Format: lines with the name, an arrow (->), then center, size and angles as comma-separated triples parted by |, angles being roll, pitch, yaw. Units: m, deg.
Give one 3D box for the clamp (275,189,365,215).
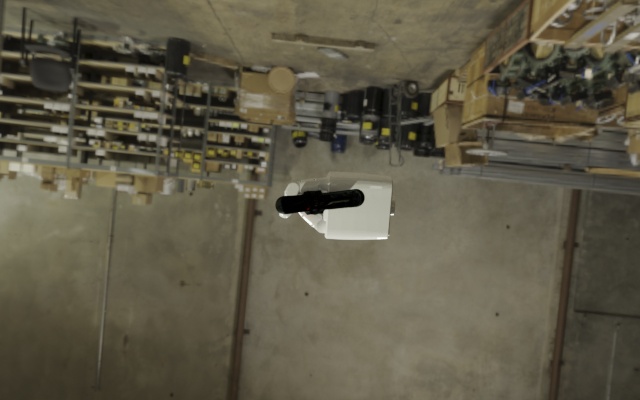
clamp -> 0.000, 0.003, 0.706 | 0.120, 0.039, 0.171 | 0, 1, 0
